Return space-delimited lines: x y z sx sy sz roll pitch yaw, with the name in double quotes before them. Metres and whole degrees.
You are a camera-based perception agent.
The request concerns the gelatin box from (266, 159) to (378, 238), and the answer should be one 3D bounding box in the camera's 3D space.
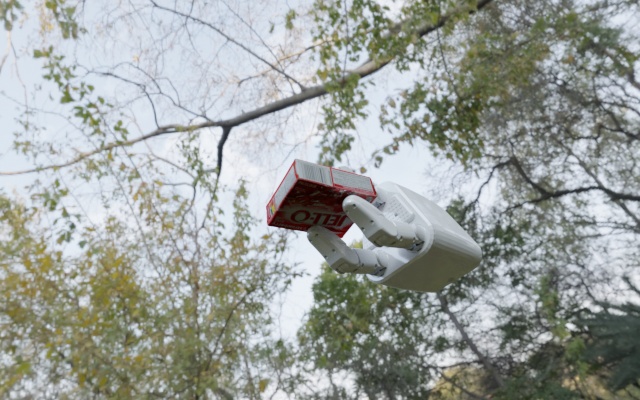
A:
"gelatin box" 0.000 0.001 0.475 0.089 0.030 0.073 12 -45 -26
